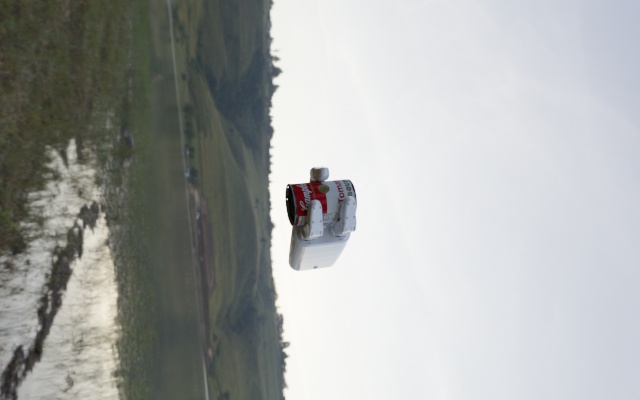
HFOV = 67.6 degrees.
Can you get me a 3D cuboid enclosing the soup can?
[{"bbox_3d":[0.000,0.002,0.767,0.102,0.068,0.068,-6,1,-15],"label":"soup can"}]
